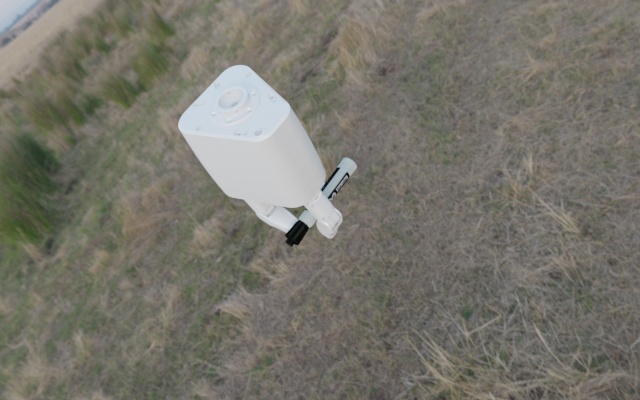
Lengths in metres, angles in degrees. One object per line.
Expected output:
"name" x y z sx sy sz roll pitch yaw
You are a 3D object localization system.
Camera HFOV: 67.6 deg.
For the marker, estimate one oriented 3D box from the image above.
"marker" 0.000 0.002 0.537 0.020 0.121 0.020 34 -18 12
